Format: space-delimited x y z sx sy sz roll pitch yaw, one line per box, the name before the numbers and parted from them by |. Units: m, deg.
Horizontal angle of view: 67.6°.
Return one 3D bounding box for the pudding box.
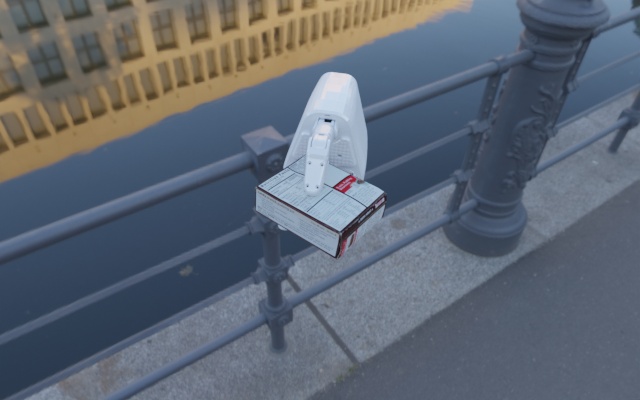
pudding box | 0.000 0.001 0.506 0.113 0.039 0.090 27 44 26
